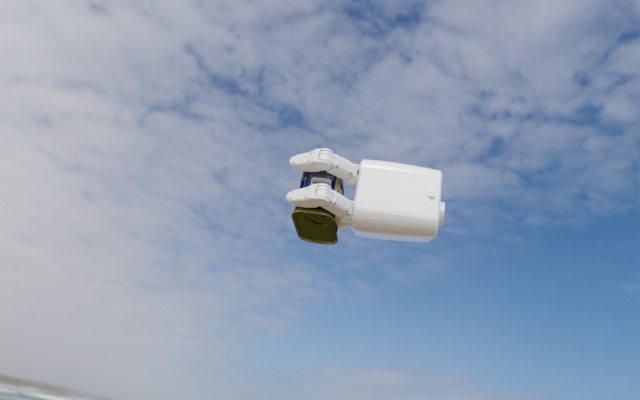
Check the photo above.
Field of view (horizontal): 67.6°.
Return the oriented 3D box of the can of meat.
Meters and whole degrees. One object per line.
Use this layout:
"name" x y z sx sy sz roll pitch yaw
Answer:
"can of meat" 0.000 0.002 0.659 0.057 0.084 0.102 6 -26 10
